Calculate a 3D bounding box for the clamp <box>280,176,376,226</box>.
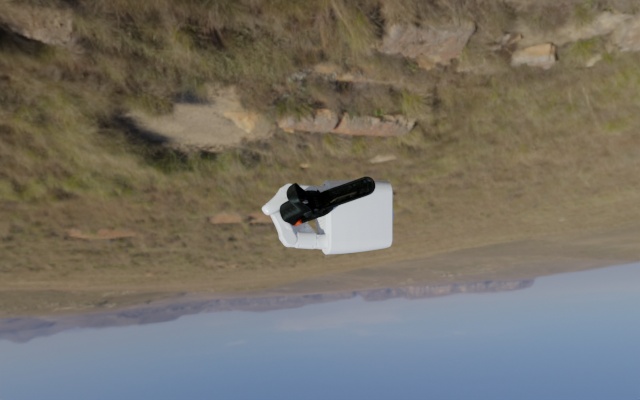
[{"bbox_3d":[0.000,0.003,0.664,0.120,0.039,0.171,-2,-11,-14],"label":"clamp"}]
